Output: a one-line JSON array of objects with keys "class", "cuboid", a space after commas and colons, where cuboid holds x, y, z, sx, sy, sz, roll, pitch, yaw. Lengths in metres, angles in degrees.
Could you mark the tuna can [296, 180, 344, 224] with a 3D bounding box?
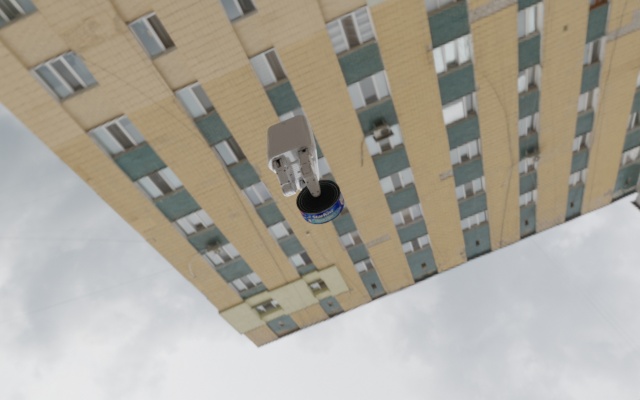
[{"class": "tuna can", "cuboid": [0.000, 0.003, 0.889, 0.086, 0.086, 0.034, 0, -43, 26]}]
